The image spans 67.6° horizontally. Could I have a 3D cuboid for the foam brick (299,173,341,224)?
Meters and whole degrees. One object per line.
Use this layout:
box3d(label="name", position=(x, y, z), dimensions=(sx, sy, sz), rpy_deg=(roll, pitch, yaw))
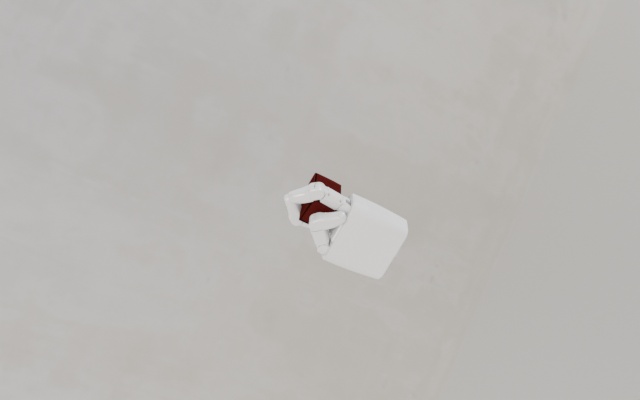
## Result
box3d(label="foam brick", position=(0.000, 0.002, 0.802), dimensions=(0.051, 0.053, 0.078), rpy_deg=(24, 36, -13))
